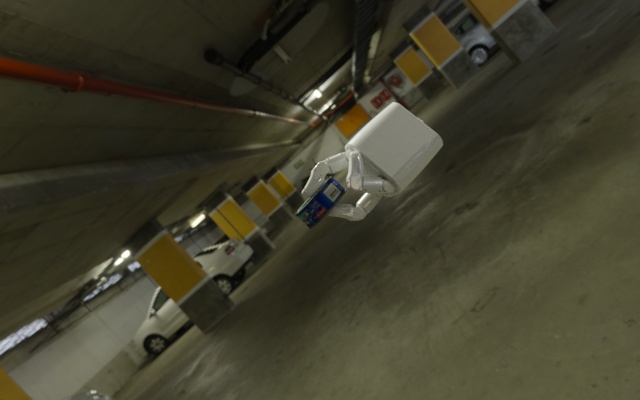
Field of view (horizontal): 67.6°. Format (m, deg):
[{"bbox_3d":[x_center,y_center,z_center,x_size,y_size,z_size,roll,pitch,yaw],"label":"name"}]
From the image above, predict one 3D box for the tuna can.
[{"bbox_3d":[0.000,0.002,0.759,0.034,0.086,0.086,43,-4,-4],"label":"tuna can"}]
